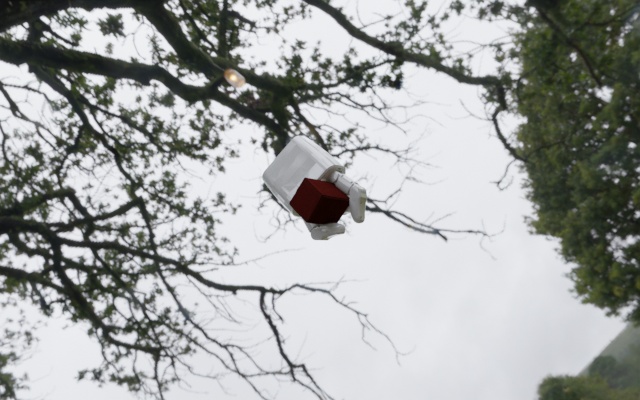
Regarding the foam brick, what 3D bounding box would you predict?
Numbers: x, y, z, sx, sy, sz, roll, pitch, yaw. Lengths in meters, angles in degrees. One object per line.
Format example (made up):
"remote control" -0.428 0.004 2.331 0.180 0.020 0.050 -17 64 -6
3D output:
"foam brick" 0.000 0.002 0.757 0.078 0.053 0.051 9 30 -52
